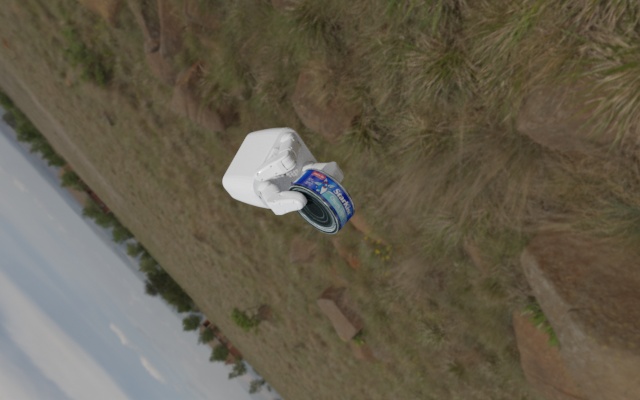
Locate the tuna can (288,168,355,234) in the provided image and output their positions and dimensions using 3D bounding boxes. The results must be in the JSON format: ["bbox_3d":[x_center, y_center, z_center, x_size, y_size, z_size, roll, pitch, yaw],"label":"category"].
[{"bbox_3d":[0.000,0.002,0.610,0.033,0.086,0.086,-47,24,-25],"label":"tuna can"}]
